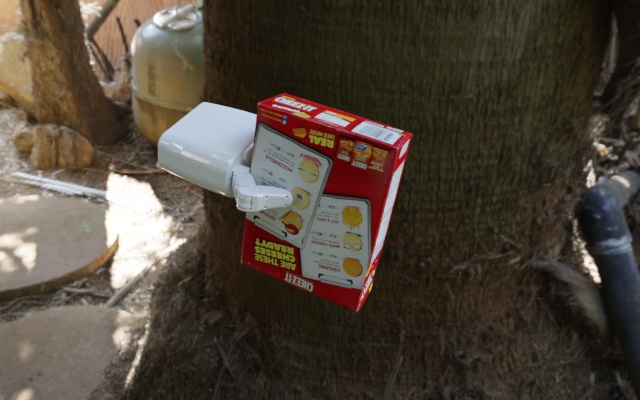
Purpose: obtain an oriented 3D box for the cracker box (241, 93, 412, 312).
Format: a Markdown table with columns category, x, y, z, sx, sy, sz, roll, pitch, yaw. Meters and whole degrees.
| category | x | y | z | sx | sy | sz | roll | pitch | yaw |
| --- | --- | --- | --- | --- | --- | --- | --- | --- | --- |
| cracker box | 0.000 | 0.002 | 0.559 | 0.164 | 0.214 | 0.072 | 20 | 30 | 18 |
